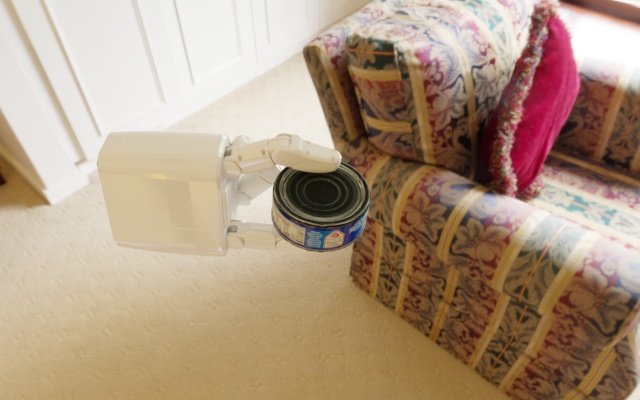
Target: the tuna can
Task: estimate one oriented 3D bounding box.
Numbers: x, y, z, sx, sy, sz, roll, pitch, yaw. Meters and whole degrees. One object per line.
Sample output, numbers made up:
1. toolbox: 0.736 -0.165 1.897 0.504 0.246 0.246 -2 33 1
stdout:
1. tuna can: 0.000 0.001 0.416 0.086 0.086 0.034 0 -43 -7
